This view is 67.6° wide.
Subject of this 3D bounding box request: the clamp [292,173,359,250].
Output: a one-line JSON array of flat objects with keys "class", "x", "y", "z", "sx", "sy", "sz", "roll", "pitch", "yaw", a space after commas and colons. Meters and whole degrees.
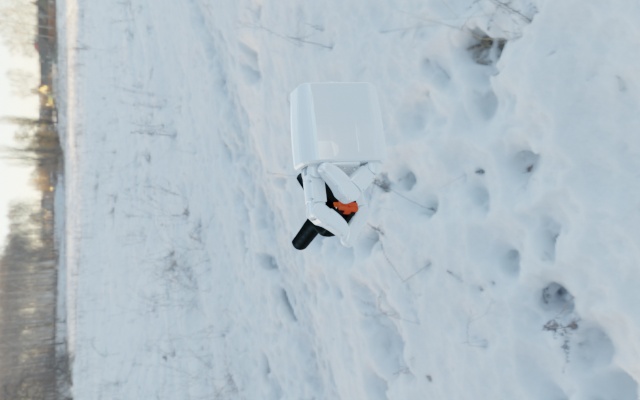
[{"class": "clamp", "x": 0.000, "y": 0.002, "z": 0.677, "sx": 0.039, "sy": 0.120, "sz": 0.171, "roll": 1, "pitch": -12, "yaw": -28}]
